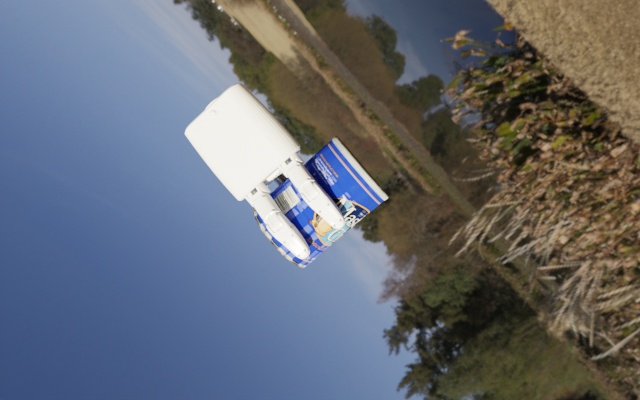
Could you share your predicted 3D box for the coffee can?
[{"bbox_3d":[0.000,0.002,0.608,0.140,0.103,0.103,-41,-7,8],"label":"coffee can"}]
